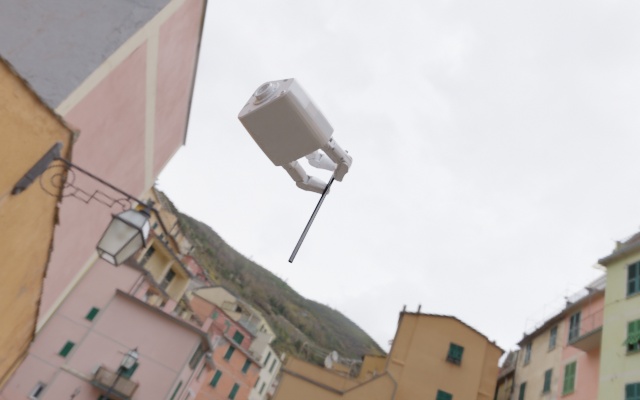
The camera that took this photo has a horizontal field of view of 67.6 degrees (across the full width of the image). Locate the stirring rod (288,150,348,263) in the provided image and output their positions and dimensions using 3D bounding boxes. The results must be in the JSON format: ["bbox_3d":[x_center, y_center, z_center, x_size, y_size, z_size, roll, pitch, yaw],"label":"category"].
[{"bbox_3d":[0.000,0.003,0.782,0.011,0.239,0.011,18,-34,13],"label":"stirring rod"}]
